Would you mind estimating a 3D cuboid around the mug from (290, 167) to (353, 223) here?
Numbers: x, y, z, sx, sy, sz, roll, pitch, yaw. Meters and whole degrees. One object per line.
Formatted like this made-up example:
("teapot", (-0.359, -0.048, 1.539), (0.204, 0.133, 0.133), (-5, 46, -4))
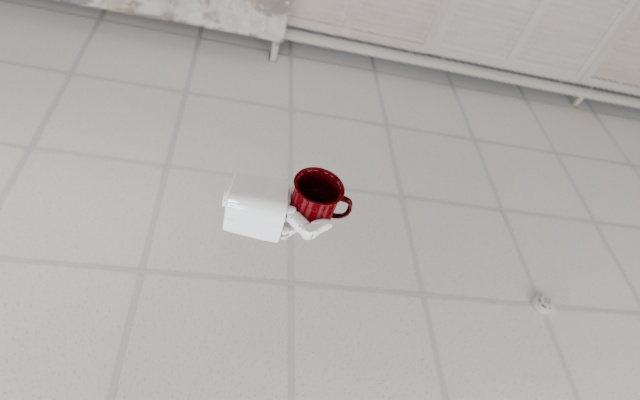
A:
("mug", (0.001, 0.003, 0.872), (0.117, 0.093, 0.082), (14, -44, -6))
